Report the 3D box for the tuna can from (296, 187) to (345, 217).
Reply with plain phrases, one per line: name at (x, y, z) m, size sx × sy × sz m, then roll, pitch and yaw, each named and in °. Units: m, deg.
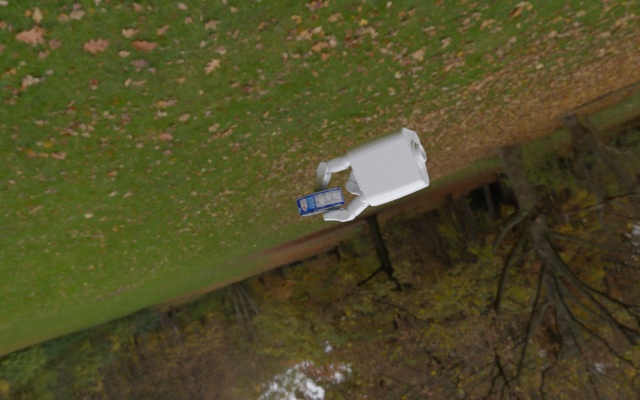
tuna can at (0.000, 0.003, 0.871) m, size 0.086 × 0.034 × 0.086 m, roll -15°, pitch -4°, yaw -1°
